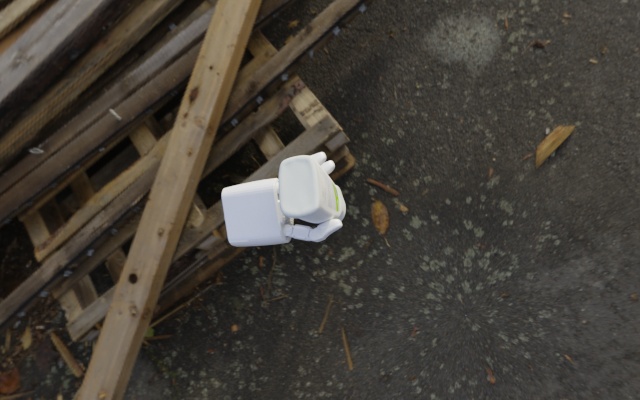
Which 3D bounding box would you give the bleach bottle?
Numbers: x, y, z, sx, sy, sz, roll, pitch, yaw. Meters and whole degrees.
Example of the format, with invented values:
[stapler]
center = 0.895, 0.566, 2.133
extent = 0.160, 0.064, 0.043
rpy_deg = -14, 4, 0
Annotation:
[bleach bottle]
center = 0.000, 0.003, 0.851
extent = 0.068, 0.102, 0.251
rpy_deg = -8, -15, 15
